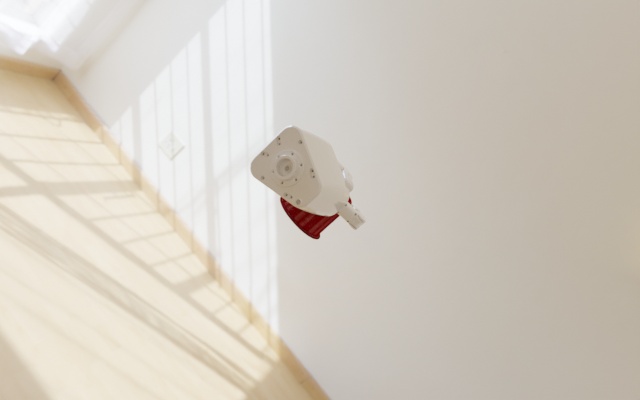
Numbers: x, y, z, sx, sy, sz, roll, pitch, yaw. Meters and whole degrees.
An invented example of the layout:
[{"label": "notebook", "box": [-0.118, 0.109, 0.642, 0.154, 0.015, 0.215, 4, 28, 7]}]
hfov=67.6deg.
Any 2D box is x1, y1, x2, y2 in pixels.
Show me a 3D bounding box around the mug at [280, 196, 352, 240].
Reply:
[{"label": "mug", "box": [0.001, 0.003, 0.778, 0.081, 0.093, 0.117, -42, -17, 13]}]
